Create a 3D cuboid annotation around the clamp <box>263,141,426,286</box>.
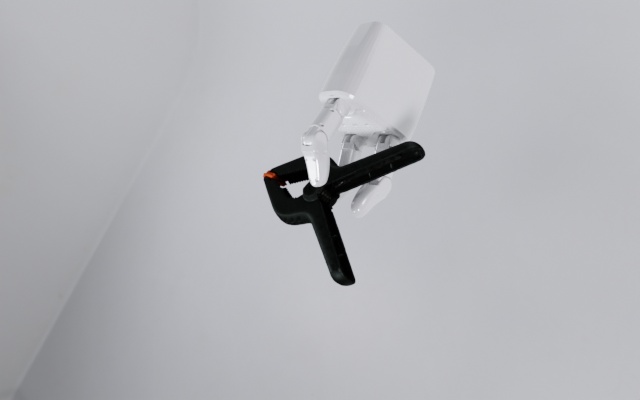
[{"bbox_3d":[-0.001,0.001,0.537,0.210,0.164,0.036,9,-24,45],"label":"clamp"}]
